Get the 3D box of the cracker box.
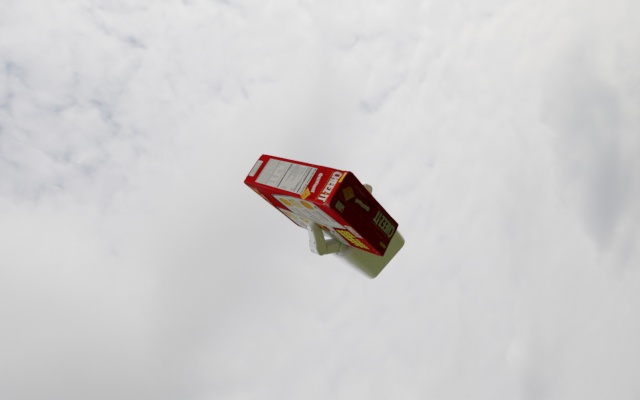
[{"bbox_3d":[0.000,0.003,0.792,0.213,0.072,0.164,15,-20,45],"label":"cracker box"}]
